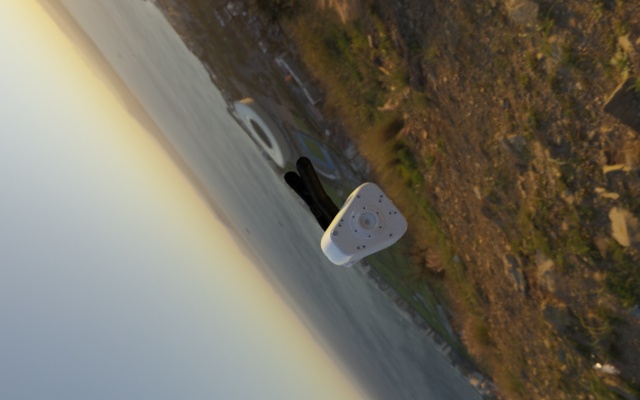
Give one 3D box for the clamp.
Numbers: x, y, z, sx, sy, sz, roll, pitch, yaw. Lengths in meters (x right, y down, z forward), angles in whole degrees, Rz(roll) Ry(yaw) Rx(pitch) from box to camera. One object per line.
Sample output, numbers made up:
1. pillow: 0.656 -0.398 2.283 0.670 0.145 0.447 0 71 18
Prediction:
1. clamp: 0.000 0.003 0.797 0.039 0.171 0.120 -39 -7 -12
